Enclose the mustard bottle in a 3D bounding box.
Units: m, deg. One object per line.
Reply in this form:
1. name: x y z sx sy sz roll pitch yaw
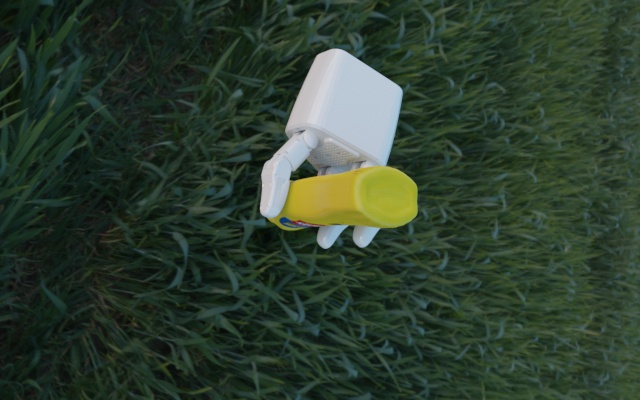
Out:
1. mustard bottle: 0.000 0.002 0.510 0.096 0.058 0.191 4 -6 -44
